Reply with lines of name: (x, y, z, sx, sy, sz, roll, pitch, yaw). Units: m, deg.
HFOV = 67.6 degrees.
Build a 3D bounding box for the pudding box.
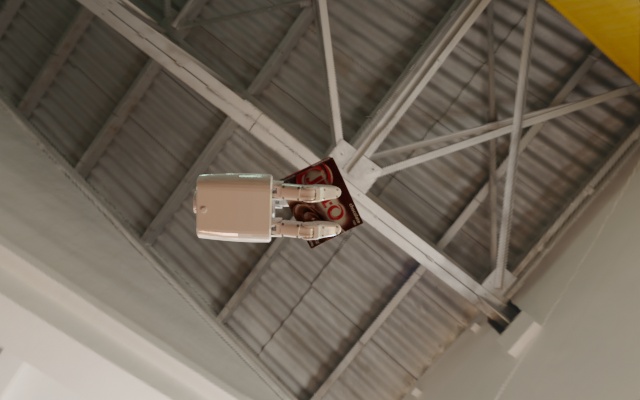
pudding box: (0.000, 0.002, 0.719, 0.090, 0.113, 0.039, -26, 14, -1)
